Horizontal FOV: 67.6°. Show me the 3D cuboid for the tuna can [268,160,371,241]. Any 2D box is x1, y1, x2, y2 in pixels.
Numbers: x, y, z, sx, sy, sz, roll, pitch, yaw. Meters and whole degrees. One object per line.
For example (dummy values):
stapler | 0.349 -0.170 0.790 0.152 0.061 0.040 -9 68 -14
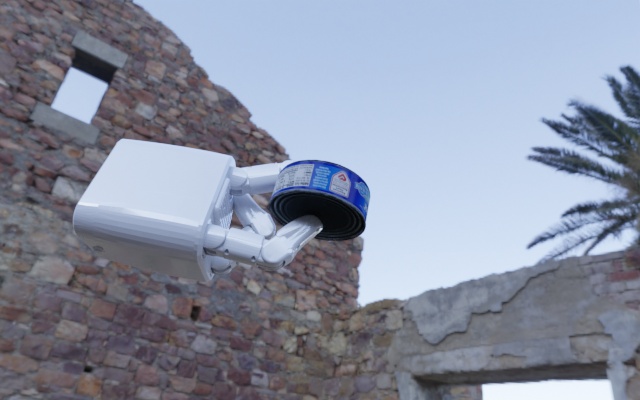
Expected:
tuna can | 0.000 0.001 0.418 0.086 0.033 0.086 10 -29 6
